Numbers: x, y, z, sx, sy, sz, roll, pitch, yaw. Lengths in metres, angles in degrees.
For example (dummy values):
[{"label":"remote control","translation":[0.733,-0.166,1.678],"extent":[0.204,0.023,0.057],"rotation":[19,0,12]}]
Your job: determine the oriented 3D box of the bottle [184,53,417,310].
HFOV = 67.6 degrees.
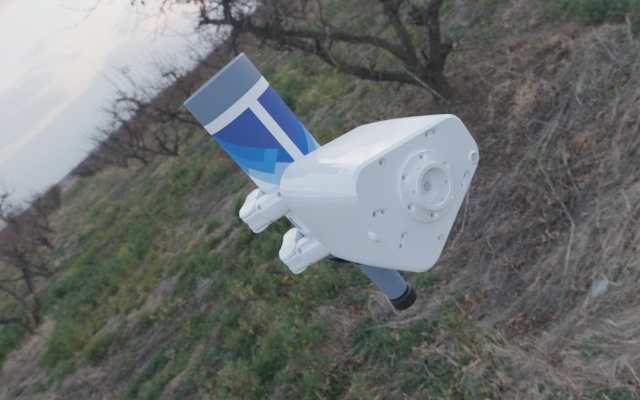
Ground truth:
[{"label":"bottle","translation":[0.000,0.001,0.452],"extent":[0.069,0.296,0.069],"rotation":[-35,21,16]}]
